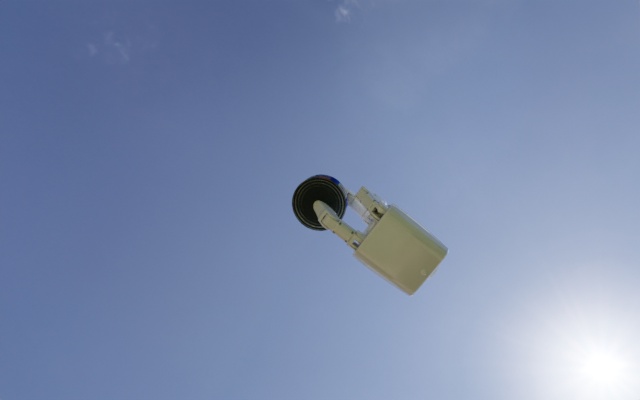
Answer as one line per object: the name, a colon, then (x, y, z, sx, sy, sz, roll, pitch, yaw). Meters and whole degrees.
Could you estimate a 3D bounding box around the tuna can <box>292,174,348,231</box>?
tuna can: (0.000, 0.002, 0.754, 0.086, 0.086, 0.033, 0, 13, 10)
